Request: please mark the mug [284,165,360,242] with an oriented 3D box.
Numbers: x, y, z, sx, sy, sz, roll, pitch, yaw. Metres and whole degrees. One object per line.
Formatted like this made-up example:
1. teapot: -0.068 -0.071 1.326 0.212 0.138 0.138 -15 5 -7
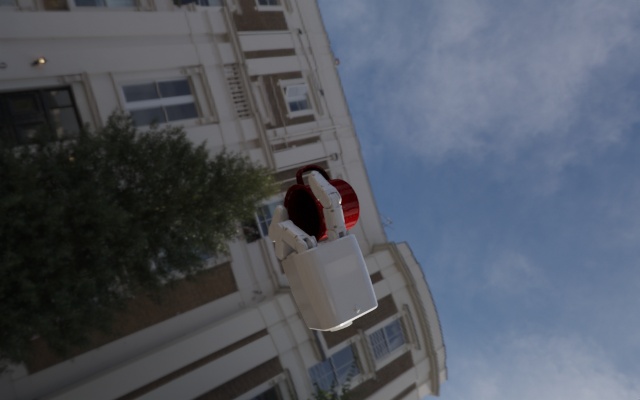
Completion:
1. mug: 0.000 0.001 0.720 0.081 0.117 0.093 -15 -7 -36
